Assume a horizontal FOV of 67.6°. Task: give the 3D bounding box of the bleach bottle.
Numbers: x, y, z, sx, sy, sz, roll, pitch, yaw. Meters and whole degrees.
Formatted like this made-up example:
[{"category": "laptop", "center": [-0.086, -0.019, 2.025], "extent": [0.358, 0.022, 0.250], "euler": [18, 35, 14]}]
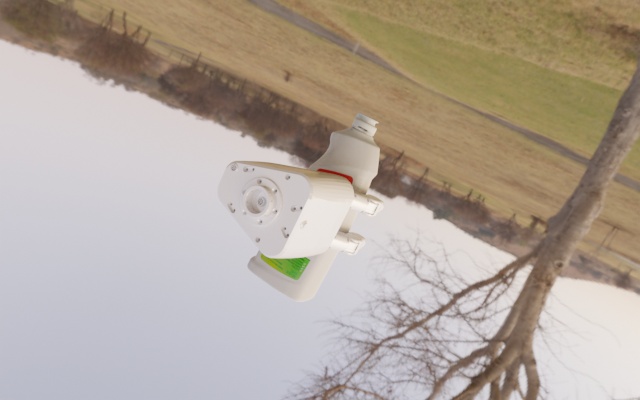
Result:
[{"category": "bleach bottle", "center": [0.000, 0.002, 0.629], "extent": [0.102, 0.251, 0.068], "euler": [30, 11, 22]}]
